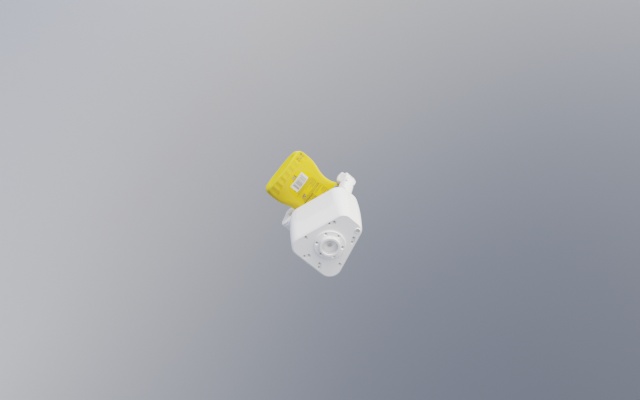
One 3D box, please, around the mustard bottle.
[{"bbox_3d":[0.000,0.003,0.878,0.192,0.096,0.058,40,-9,-16],"label":"mustard bottle"}]
